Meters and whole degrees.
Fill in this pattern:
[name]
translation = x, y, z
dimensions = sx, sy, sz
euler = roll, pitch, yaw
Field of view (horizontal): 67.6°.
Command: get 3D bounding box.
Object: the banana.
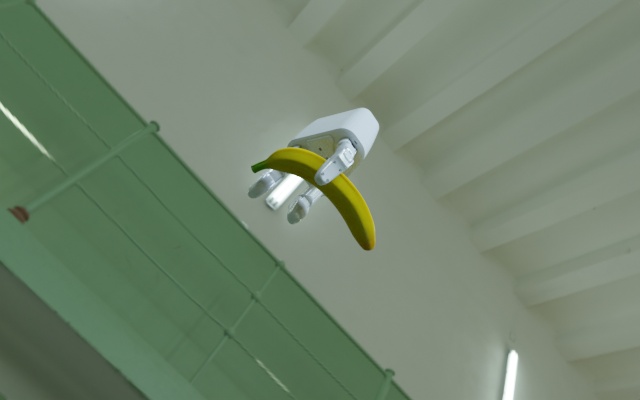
[banana]
translation = 0.007, -0.013, 0.634
dimensions = 0.198, 0.070, 0.037
euler = 36, 28, -3
